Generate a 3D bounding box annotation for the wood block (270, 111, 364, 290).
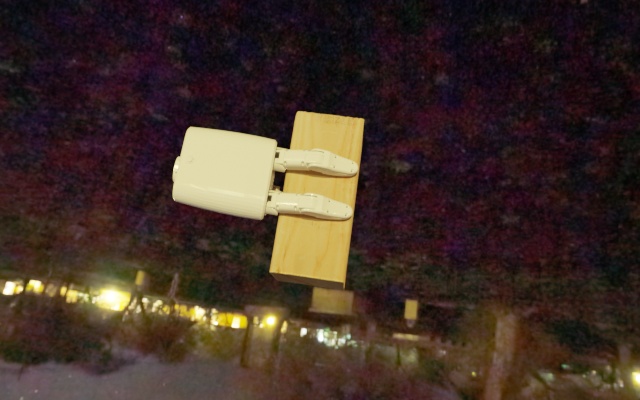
[{"bbox_3d":[0.000,0.002,0.615,0.090,0.206,0.091,7,-16,4],"label":"wood block"}]
